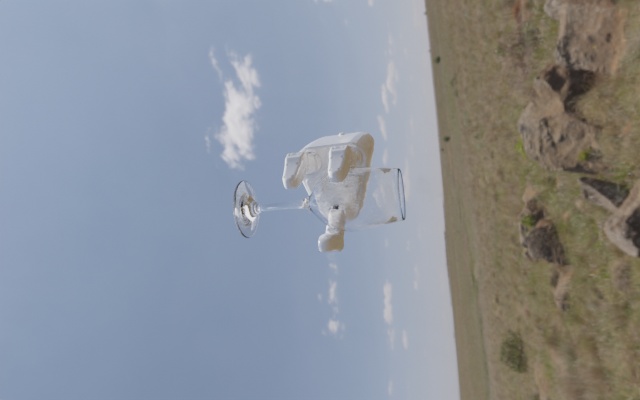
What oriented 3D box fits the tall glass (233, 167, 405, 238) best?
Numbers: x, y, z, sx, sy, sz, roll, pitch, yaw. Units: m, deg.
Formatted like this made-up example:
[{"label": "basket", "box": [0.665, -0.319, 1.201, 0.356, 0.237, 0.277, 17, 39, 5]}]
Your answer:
[{"label": "tall glass", "box": [-0.001, 0.002, 0.586, 0.201, 0.079, 0.079, -5, -2, 16]}]
